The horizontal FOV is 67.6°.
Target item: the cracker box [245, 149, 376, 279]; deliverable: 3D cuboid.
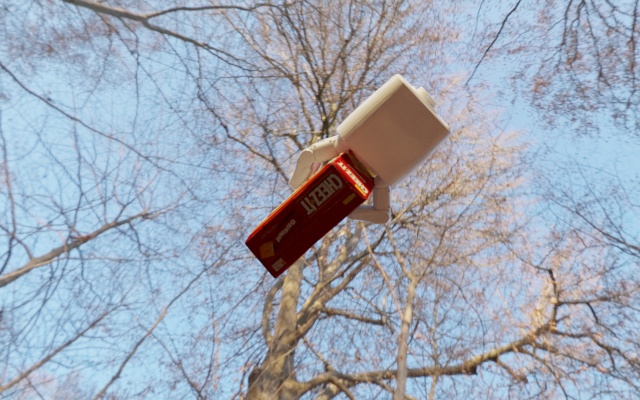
[{"bbox_3d":[0.000,0.002,0.685,0.164,0.072,0.213,-43,1,18],"label":"cracker box"}]
